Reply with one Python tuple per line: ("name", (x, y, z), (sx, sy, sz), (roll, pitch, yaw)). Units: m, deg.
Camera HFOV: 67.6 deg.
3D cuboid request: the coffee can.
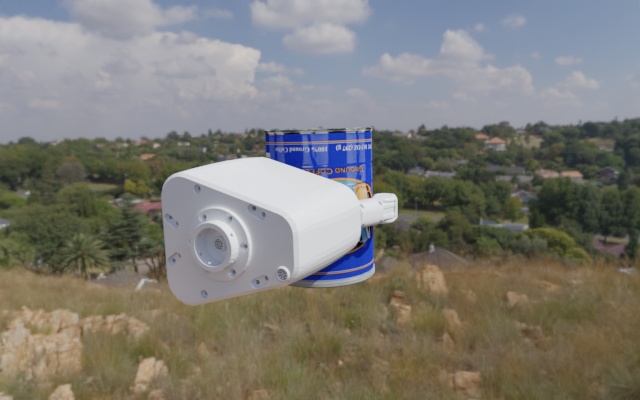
("coffee can", (0.000, 0.002, 0.462), (0.103, 0.140, 0.103), (-2, 8, 0))
